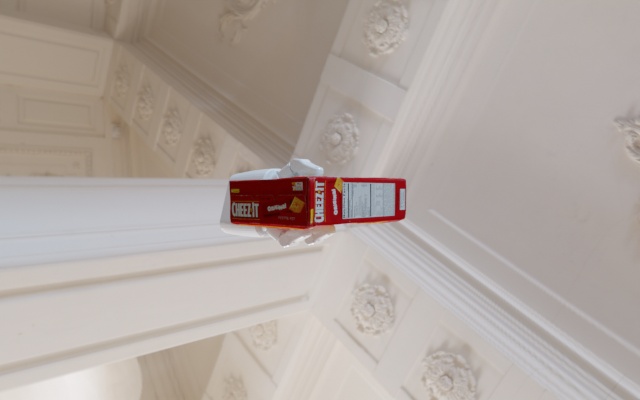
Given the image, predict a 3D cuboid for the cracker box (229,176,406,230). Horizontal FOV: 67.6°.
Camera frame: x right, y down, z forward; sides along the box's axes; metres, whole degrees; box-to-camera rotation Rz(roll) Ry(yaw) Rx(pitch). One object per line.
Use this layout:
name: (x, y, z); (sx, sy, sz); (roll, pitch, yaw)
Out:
cracker box: (0.000, 0.002, 0.704); (0.164, 0.072, 0.213); (-1, 1, 44)
